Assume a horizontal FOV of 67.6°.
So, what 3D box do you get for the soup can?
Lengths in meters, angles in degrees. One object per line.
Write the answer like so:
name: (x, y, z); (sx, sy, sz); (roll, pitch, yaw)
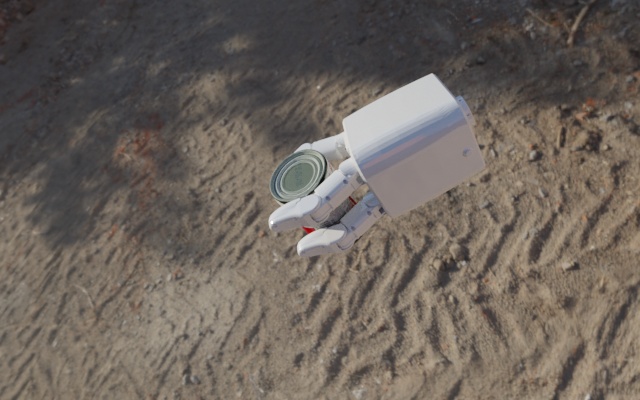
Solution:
soup can: (-0.001, 0.002, 0.511); (0.068, 0.068, 0.102); (0, -33, 34)
